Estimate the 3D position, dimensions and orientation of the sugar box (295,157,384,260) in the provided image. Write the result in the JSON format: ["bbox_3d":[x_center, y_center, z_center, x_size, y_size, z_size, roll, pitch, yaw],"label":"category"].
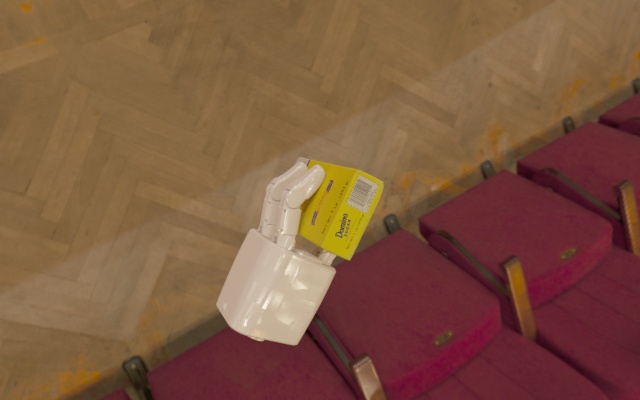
[{"bbox_3d":[0.000,0.002,0.577,0.048,0.093,0.176,27,-3,-28],"label":"sugar box"}]
